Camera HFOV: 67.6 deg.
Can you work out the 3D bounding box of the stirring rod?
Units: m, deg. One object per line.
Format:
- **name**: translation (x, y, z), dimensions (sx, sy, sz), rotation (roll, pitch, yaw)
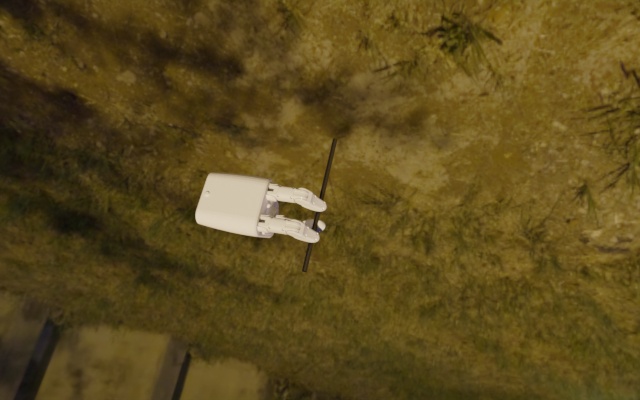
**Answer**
- **stirring rod**: translation (0.000, 0.003, 0.796), dimensions (0.011, 0.239, 0.011), rotation (12, -21, 4)
